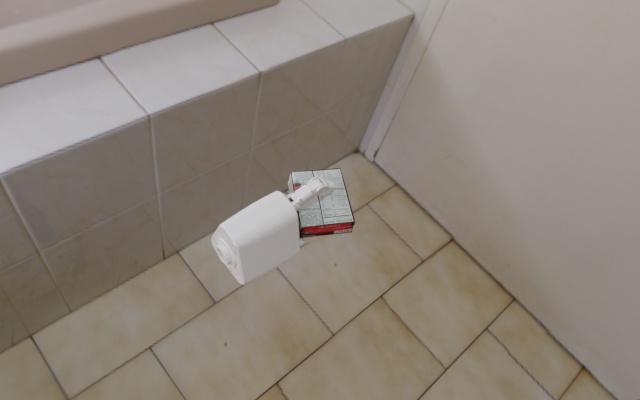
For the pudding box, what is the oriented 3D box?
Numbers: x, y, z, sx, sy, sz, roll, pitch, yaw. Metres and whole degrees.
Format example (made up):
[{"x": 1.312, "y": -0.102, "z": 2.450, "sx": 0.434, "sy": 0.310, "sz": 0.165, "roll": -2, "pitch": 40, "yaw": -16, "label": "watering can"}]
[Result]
[{"x": 0.000, "y": 0.002, "z": 0.780, "sx": 0.090, "sy": 0.113, "sz": 0.039, "roll": -5, "pitch": -31, "yaw": -13, "label": "pudding box"}]
